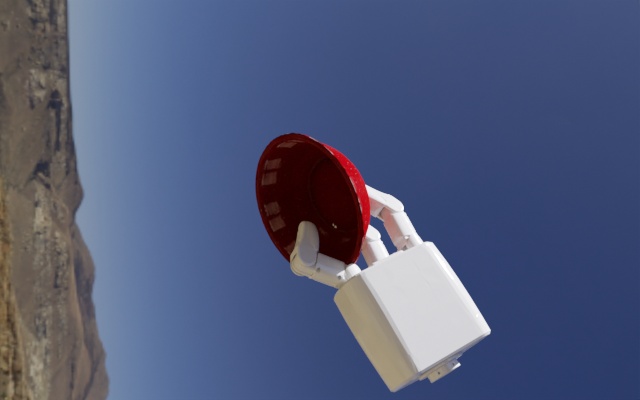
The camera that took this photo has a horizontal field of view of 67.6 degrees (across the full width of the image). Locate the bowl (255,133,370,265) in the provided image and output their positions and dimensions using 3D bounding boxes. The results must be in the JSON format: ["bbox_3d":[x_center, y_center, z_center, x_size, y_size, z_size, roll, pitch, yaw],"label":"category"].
[{"bbox_3d":[0.000,0.000,0.521,0.162,0.162,0.055,0,17,46],"label":"bowl"}]
